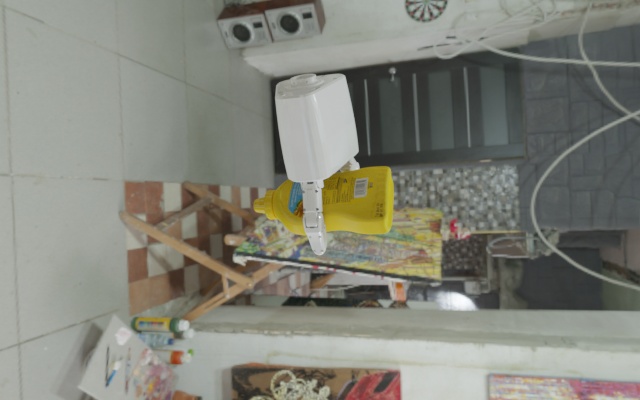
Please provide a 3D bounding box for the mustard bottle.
[{"bbox_3d":[0.000,0.002,0.647,0.191,0.096,0.058,-3,-40,16],"label":"mustard bottle"}]
